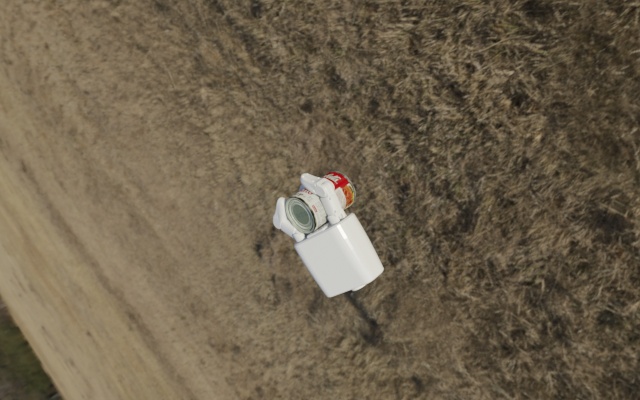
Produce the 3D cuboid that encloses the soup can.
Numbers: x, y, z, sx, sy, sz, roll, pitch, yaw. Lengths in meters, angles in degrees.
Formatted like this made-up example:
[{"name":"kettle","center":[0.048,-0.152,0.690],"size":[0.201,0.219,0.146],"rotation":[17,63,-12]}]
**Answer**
[{"name":"soup can","center":[0.000,0.002,0.786],"size":[0.102,0.068,0.068],"rotation":[-33,21,-37]}]
